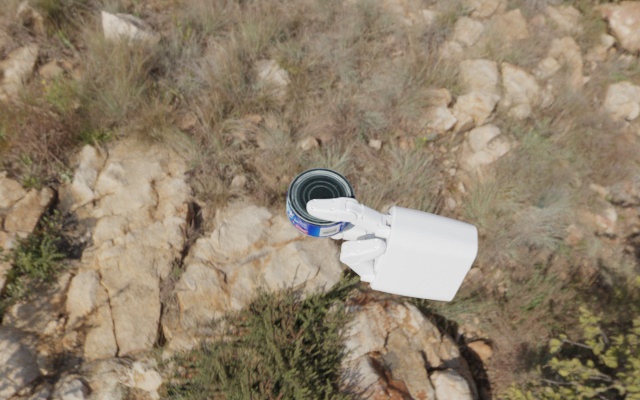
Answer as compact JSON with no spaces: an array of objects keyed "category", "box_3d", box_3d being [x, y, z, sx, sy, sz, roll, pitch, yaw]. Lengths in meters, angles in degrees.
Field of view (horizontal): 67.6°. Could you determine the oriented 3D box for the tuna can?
[{"category":"tuna can","box_3d":[0.000,0.002,0.597,0.086,0.086,0.034,0,-31,-5]}]
